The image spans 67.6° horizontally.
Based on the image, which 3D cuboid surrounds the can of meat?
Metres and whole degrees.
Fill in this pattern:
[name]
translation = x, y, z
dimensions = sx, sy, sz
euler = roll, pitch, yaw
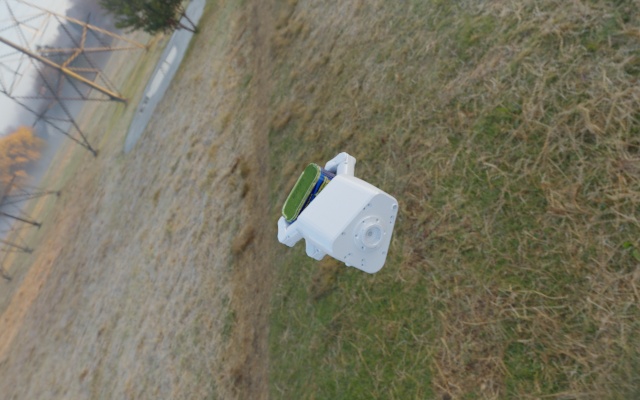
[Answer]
[can of meat]
translation = 0.000, 0.002, 0.746
dimensions = 0.084, 0.102, 0.057
euler = 27, 6, -29
